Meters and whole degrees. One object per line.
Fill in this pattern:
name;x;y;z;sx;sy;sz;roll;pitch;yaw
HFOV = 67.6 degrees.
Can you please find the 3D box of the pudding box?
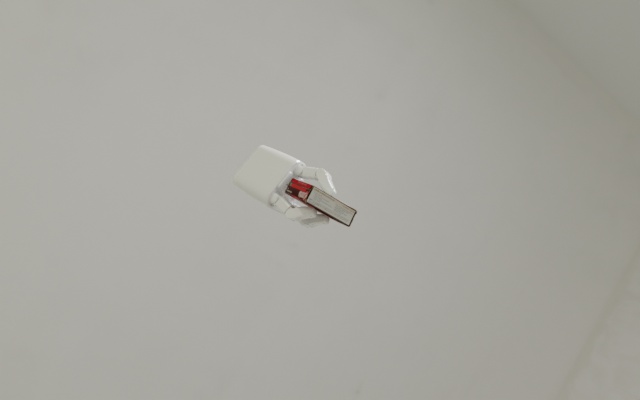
pudding box;0.000;0.003;0.897;0.113;0.039;0.090;28;-1;-30
